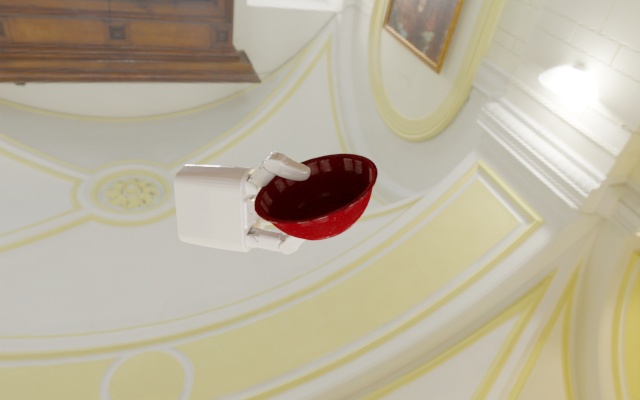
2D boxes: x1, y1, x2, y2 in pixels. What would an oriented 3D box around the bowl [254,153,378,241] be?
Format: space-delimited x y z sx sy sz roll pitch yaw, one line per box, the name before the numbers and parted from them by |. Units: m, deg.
bowl | 0.001 0.002 0.610 0.162 0.055 0.162 -15 29 8
